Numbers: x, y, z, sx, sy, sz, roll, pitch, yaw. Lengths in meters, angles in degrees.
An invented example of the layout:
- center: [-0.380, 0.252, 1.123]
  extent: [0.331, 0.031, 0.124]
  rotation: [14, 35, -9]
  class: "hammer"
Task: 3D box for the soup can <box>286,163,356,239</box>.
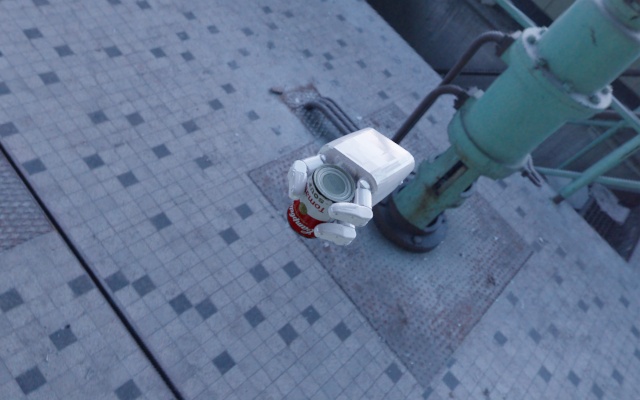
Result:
- center: [0.000, 0.002, 0.690]
  extent: [0.068, 0.068, 0.102]
  rotation: [0, -32, -28]
  class: "soup can"
